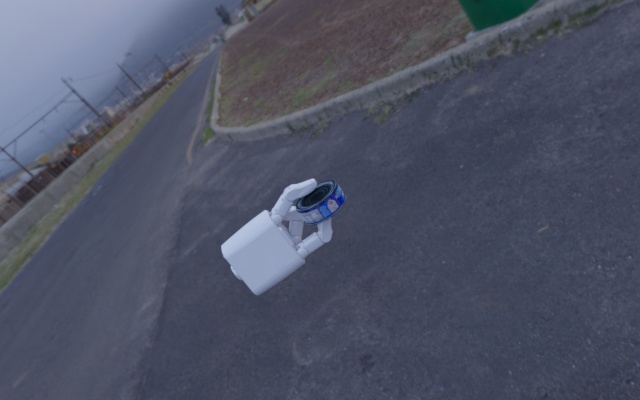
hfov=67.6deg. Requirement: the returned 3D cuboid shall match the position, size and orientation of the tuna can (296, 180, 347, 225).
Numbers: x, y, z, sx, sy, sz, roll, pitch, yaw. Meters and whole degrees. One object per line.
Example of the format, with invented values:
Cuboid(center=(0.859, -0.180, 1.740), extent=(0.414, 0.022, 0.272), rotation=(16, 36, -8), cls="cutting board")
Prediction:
Cuboid(center=(0.000, 0.002, 0.826), extent=(0.086, 0.034, 0.086), rotation=(-29, 22, 13), cls="tuna can")
